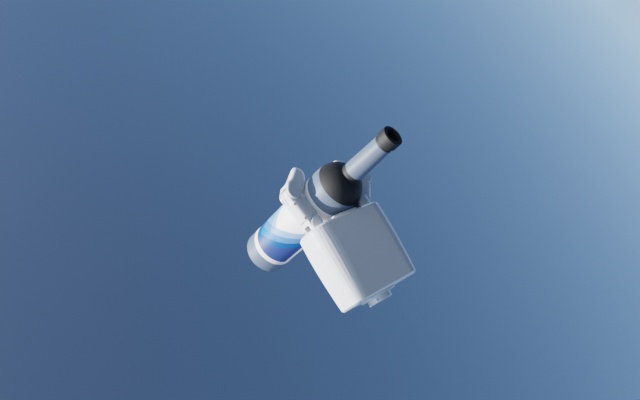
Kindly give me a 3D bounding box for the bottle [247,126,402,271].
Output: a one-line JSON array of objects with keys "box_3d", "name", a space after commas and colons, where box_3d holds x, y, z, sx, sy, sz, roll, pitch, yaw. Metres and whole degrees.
[{"box_3d": [0.000, 0.002, 0.640, 0.069, 0.069, 0.296, 0, -32, -42], "name": "bottle"}]
